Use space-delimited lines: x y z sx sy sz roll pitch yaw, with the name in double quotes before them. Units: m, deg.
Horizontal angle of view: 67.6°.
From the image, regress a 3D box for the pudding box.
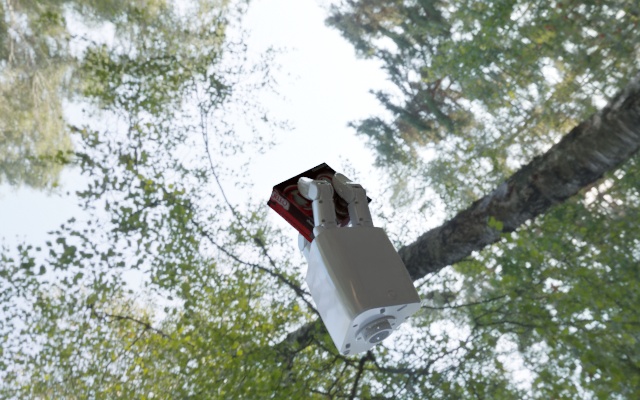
"pudding box" 0.000 0.002 0.619 0.090 0.039 0.113 40 37 17
